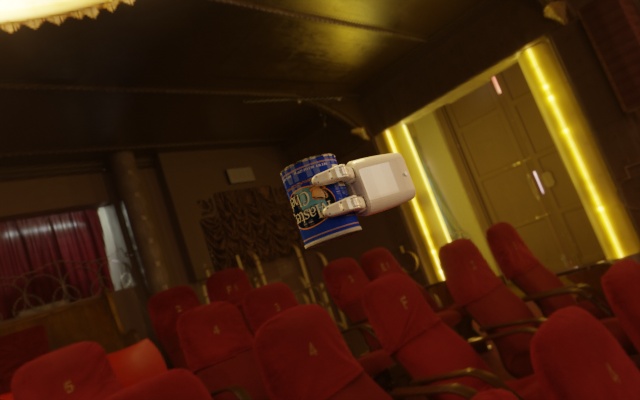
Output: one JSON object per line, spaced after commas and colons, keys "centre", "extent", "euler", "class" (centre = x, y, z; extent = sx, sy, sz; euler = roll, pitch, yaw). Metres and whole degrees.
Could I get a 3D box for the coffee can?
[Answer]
{"centre": [0.000, 0.003, 0.830], "extent": [0.103, 0.140, 0.103], "euler": [-19, -8, -3], "class": "coffee can"}
